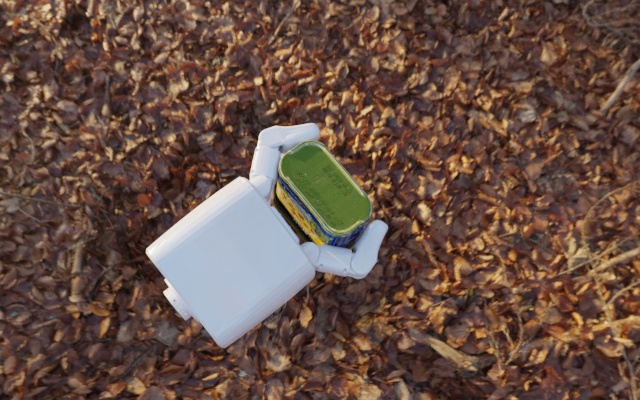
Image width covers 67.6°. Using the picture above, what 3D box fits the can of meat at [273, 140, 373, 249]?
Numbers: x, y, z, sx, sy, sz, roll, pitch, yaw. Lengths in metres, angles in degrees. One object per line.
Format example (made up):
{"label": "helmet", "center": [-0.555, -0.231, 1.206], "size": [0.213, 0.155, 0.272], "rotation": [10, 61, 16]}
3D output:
{"label": "can of meat", "center": [0.000, 0.001, 0.466], "size": [0.057, 0.102, 0.084], "rotation": [-37, -13, -17]}
